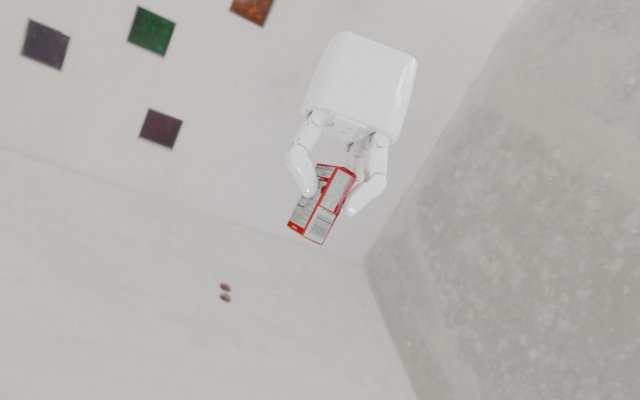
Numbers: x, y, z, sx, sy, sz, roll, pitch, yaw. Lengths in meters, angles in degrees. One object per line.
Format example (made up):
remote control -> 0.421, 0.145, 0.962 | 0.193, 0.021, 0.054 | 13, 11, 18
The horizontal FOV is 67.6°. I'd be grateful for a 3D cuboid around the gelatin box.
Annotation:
gelatin box -> 0.000, 0.002, 0.556 | 0.030, 0.089, 0.073 | 28, -3, -19
